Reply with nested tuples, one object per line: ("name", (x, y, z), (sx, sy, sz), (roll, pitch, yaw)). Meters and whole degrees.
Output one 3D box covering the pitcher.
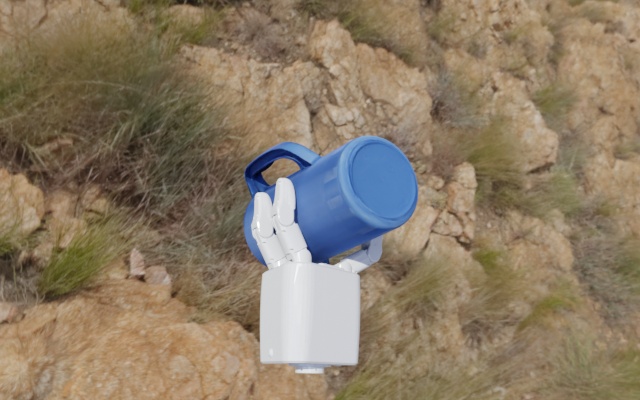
("pitcher", (0.000, 0.002, 0.607), (0.149, 0.145, 0.243), (12, -22, -28))
